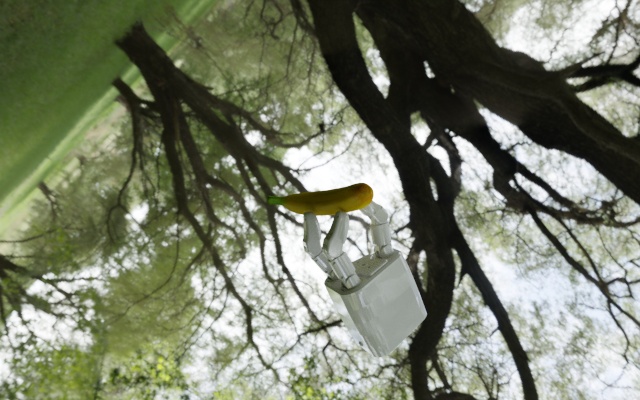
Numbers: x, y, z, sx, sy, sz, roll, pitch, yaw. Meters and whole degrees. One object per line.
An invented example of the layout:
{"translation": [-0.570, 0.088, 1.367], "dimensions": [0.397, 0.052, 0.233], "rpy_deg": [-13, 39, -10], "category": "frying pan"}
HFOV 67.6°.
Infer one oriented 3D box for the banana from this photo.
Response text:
{"translation": [0.012, 0.001, 0.639], "dimensions": [0.069, 0.037, 0.198], "rpy_deg": [-4, -3, -42], "category": "banana"}
